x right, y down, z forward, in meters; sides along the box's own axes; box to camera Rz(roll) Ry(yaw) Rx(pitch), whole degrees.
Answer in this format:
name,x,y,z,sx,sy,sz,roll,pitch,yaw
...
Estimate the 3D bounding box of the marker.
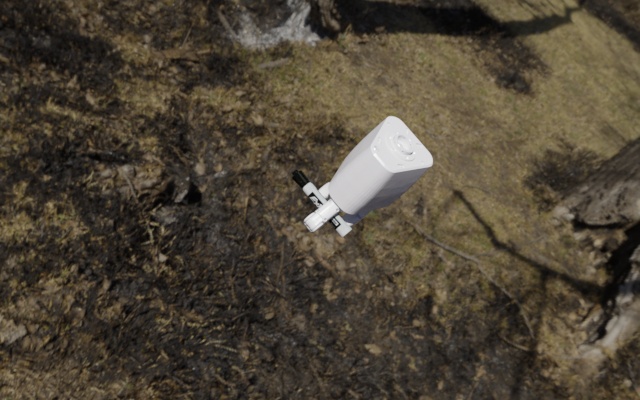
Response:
name,x,y,z,sx,sy,sz,roll,pitch,yaw
marker,0.000,0.002,0.702,0.020,0.121,0.020,-40,-5,-5
